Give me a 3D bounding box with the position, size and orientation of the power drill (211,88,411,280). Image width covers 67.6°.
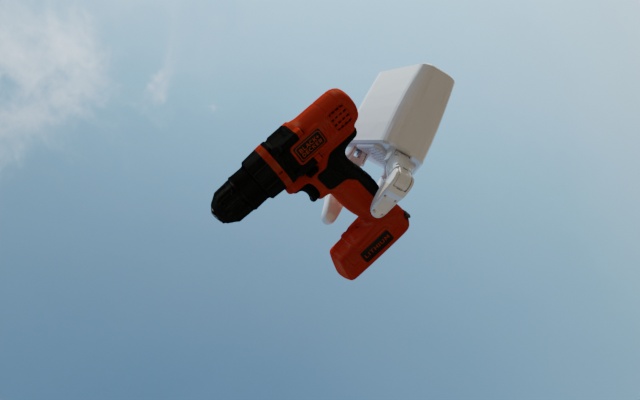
[{"bbox_3d":[0.001,0.002,0.522,0.184,0.188,0.057,-41,30,-3],"label":"power drill"}]
